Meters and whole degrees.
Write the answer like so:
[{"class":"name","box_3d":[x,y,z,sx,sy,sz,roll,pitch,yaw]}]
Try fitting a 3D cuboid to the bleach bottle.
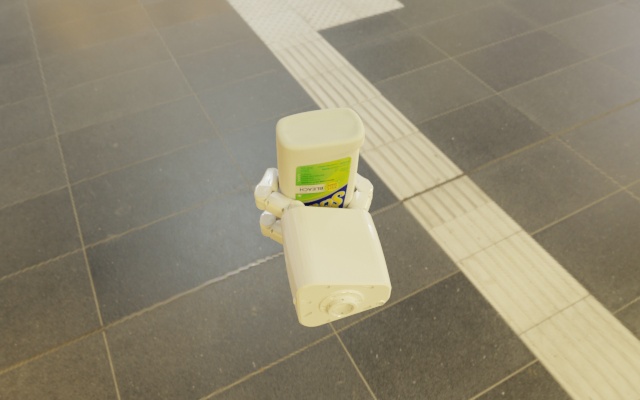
[{"class":"bleach bottle","box_3d":[0.000,0.002,0.624,0.102,0.068,0.251,-9,-42,-7]}]
